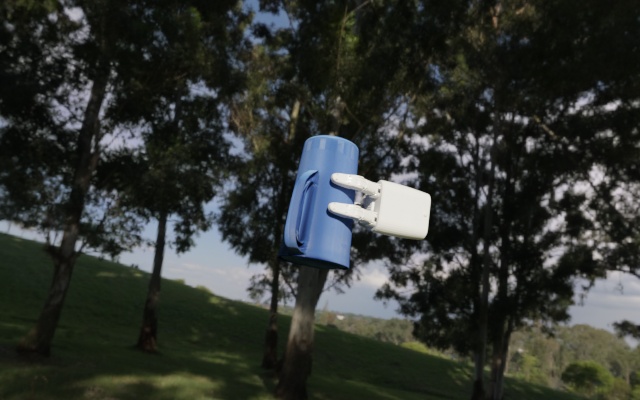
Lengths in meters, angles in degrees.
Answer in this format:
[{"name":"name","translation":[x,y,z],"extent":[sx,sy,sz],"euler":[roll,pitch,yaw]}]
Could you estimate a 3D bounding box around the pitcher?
[{"name":"pitcher","translation":[0.000,0.003,0.893],"extent":[0.145,0.242,0.149],"euler":[13,-15,-16]}]
